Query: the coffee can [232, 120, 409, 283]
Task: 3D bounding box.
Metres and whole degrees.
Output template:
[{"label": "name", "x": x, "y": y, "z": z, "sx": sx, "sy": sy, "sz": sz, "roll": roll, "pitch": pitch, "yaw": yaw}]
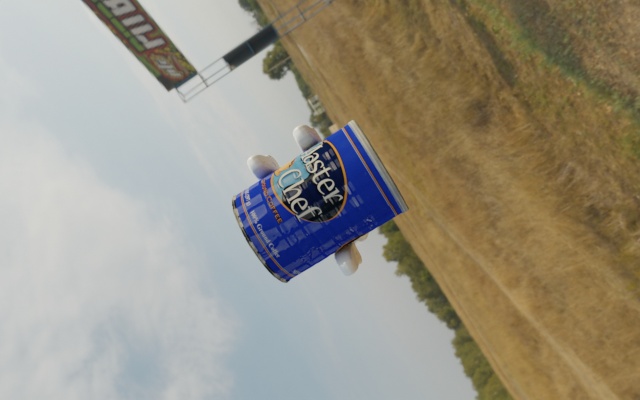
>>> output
[{"label": "coffee can", "x": 0.000, "y": 0.001, "z": 0.470, "sx": 0.140, "sy": 0.103, "sz": 0.103, "roll": -32, "pitch": -4, "yaw": 7}]
